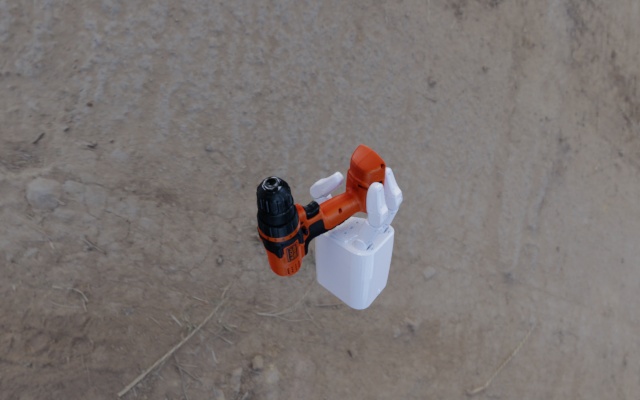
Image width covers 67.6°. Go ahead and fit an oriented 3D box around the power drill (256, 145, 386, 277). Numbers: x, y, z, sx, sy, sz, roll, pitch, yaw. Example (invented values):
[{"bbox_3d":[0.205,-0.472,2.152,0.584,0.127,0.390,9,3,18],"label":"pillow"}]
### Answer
[{"bbox_3d":[0.000,0.002,0.631,0.187,0.057,0.185,-32,-31,-21],"label":"power drill"}]
